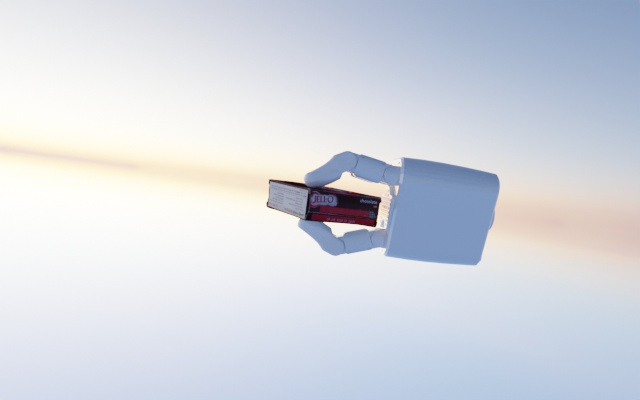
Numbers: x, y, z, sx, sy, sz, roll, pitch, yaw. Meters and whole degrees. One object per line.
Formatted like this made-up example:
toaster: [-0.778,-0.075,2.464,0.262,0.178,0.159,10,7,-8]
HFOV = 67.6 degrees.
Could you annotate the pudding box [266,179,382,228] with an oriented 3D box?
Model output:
pudding box: [0.000,0.002,0.541,0.090,0.039,0.113,8,1,-29]
